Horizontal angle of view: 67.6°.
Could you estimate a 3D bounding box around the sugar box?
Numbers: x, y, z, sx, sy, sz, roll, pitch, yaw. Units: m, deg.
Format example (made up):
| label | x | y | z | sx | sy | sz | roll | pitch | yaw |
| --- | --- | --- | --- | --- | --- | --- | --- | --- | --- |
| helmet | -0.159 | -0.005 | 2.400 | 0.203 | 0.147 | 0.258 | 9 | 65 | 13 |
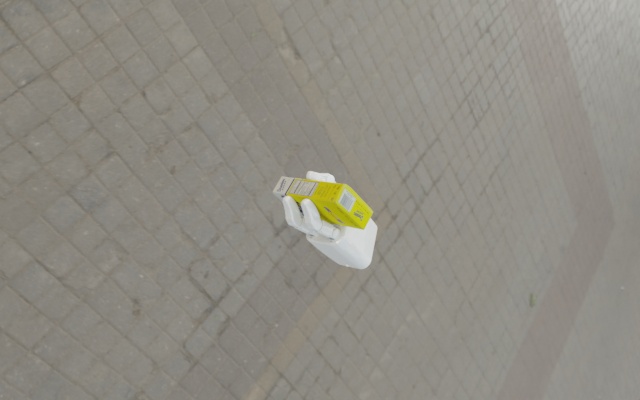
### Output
| label | x | y | z | sx | sy | sz | roll | pitch | yaw |
| --- | --- | --- | --- | --- | --- | --- | --- | --- | --- |
| sugar box | 0.000 | 0.003 | 0.875 | 0.176 | 0.048 | 0.093 | 5 | -30 | 47 |
